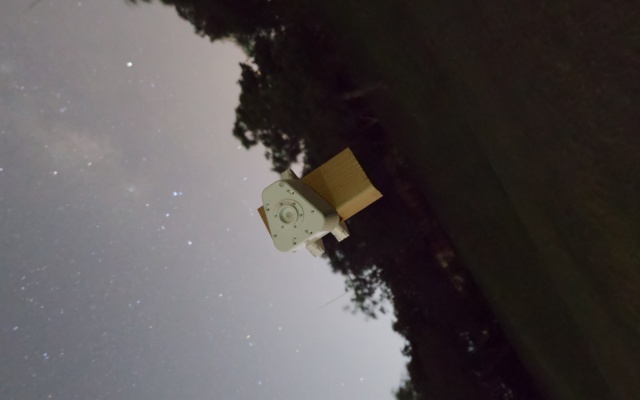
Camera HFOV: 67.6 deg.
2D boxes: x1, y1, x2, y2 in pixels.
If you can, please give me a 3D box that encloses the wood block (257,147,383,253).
[{"bbox_3d":[0.000,0.003,0.893,0.206,0.090,0.090,-33,-19,11],"label":"wood block"}]
